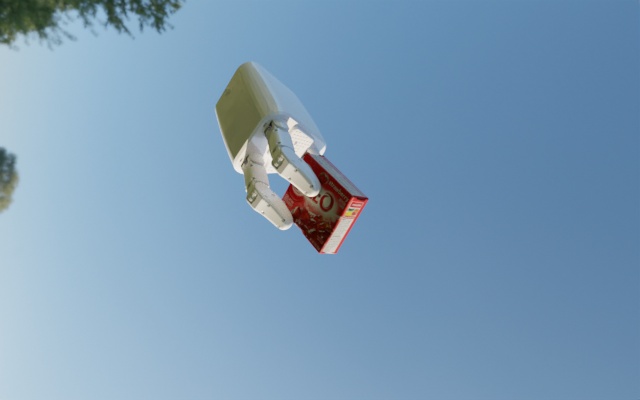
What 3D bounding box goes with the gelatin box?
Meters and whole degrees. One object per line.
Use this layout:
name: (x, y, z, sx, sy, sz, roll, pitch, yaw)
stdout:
gelatin box: (0.001, 0.002, 0.512, 0.030, 0.073, 0.089, 7, 31, -45)
